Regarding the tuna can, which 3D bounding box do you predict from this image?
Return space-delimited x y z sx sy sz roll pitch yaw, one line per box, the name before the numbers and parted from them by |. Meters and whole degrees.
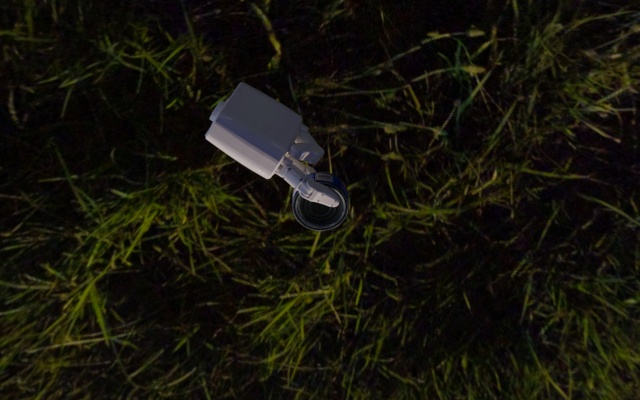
tuna can | 0.000 0.003 0.713 0.086 0.086 0.033 0 29 1
